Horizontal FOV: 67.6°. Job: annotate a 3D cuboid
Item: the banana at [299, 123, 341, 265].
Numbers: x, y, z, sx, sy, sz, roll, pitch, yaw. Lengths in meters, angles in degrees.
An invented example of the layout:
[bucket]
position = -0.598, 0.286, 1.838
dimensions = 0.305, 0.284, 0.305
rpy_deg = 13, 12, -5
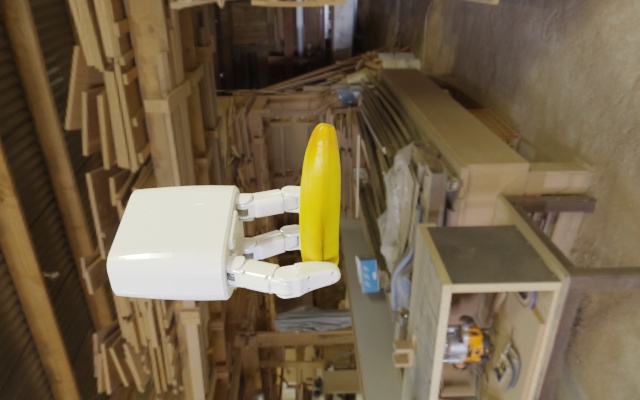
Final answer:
[banana]
position = 0.000, 0.019, 0.442
dimensions = 0.037, 0.069, 0.198
rpy_deg = 1, -35, 2
